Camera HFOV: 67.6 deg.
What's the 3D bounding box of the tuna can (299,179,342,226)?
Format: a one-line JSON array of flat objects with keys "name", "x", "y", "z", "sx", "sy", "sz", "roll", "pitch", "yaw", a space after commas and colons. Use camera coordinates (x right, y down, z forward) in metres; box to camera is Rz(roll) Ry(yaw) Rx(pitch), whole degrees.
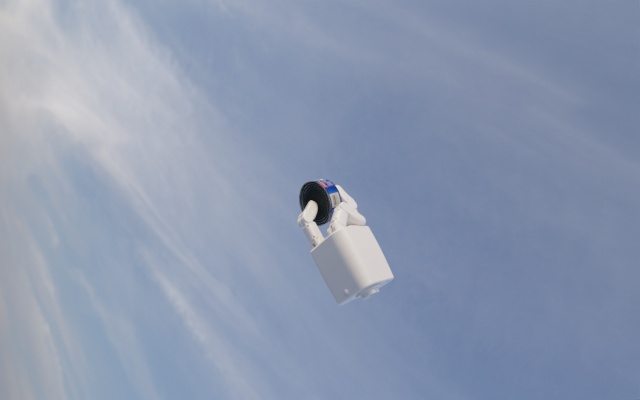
[{"name": "tuna can", "x": 0.001, "y": 0.003, "z": 0.898, "sx": 0.034, "sy": 0.086, "sz": 0.086, "roll": -15, "pitch": 10, "yaw": -42}]
